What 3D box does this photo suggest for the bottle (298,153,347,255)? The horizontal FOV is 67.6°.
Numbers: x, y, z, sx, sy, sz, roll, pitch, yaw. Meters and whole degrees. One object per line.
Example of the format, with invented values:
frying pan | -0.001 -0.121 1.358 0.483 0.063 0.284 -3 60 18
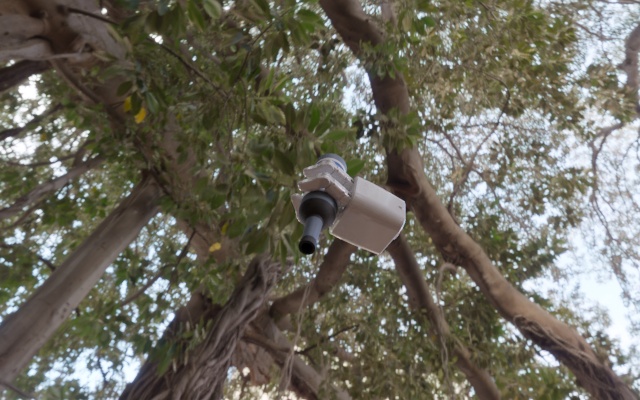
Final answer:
bottle | 0.000 0.003 0.865 0.069 0.069 0.295 0 29 10
